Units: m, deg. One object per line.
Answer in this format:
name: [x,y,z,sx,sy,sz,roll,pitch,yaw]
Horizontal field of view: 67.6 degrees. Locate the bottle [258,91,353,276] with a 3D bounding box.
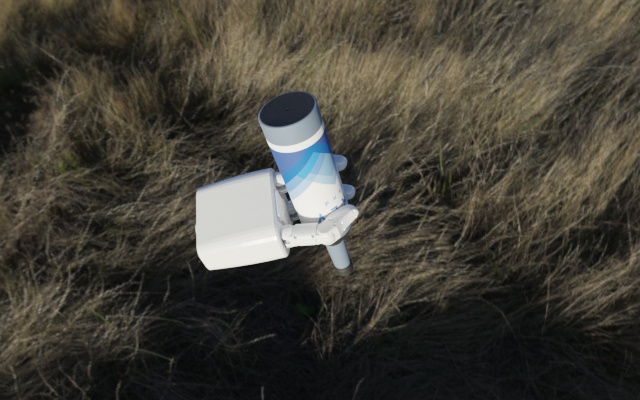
bottle: [0.000,0.002,0.614,0.069,0.069,0.296,0,-43,20]
